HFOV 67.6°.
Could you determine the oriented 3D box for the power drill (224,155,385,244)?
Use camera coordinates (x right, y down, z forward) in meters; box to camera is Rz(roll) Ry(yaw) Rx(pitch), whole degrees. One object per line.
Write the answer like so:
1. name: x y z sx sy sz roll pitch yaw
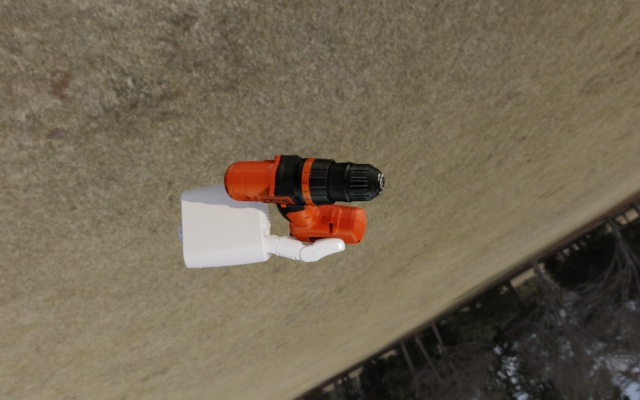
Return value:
1. power drill: 0.000 0.002 0.587 0.184 0.057 0.188 3 -21 20
